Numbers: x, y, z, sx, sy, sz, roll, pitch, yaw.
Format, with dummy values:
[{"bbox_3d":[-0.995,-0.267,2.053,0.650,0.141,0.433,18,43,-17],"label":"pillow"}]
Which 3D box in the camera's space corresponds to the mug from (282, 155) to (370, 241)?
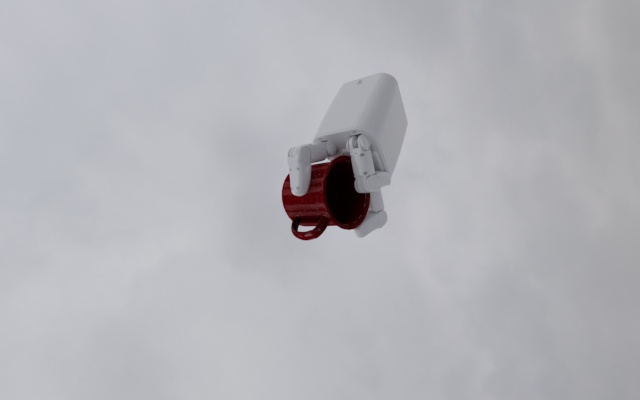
[{"bbox_3d":[-0.001,0.003,0.612,0.081,0.117,0.093,-5,-40,42],"label":"mug"}]
